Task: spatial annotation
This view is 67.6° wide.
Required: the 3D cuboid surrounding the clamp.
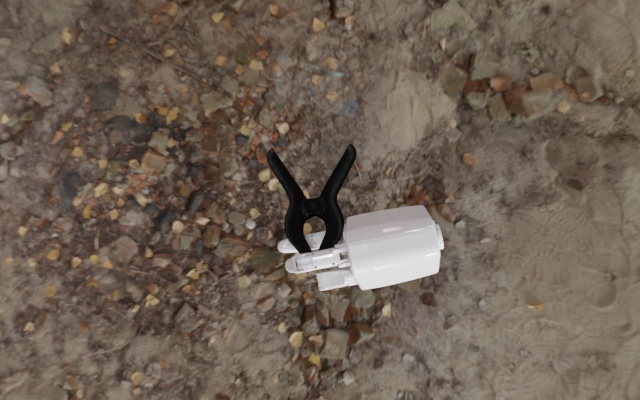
[{"bbox_3d":[0.000,0.002,0.633,0.120,0.171,0.039,-12,-8,8],"label":"clamp"}]
